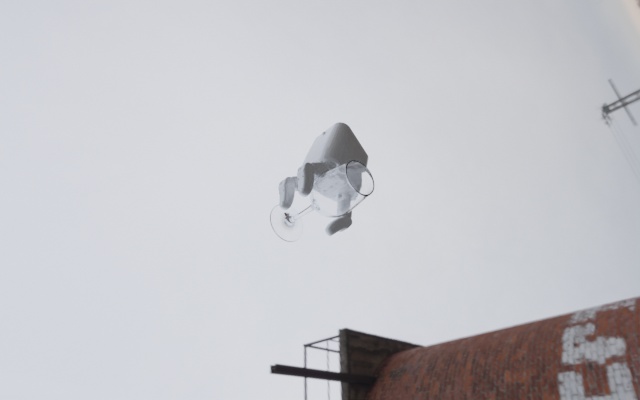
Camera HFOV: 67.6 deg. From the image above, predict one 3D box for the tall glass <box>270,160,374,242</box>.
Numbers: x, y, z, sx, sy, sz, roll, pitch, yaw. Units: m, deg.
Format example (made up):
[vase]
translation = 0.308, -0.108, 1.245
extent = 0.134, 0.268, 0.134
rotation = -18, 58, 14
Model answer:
[tall glass]
translation = 0.000, 0.003, 0.815
extent = 0.079, 0.079, 0.201
rotation = 0, -23, -43
